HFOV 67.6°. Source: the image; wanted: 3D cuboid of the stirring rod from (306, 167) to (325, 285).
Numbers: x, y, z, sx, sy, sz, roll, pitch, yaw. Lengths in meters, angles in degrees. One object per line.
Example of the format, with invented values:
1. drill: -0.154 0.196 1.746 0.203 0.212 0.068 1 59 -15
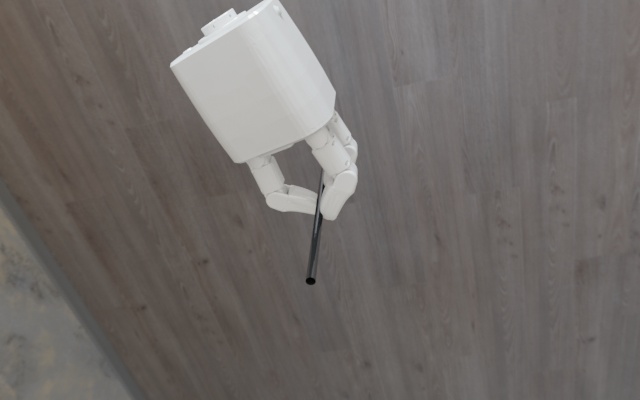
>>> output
1. stirring rod: 0.000 0.001 0.476 0.011 0.011 0.239 0 31 4
